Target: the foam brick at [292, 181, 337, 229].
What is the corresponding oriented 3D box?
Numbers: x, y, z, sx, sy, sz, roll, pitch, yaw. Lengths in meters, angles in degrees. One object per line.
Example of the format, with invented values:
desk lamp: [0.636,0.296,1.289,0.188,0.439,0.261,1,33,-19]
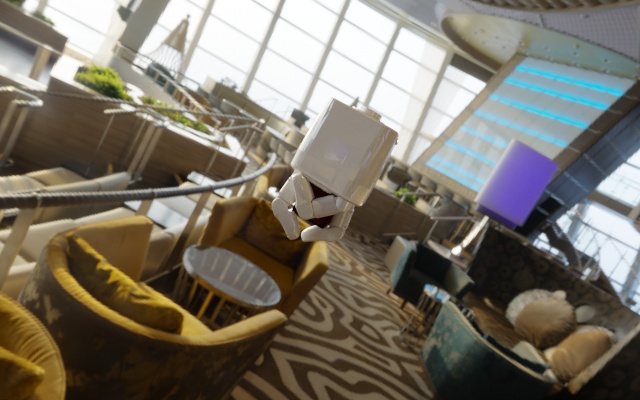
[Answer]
foam brick: [0.000,0.002,0.681,0.053,0.051,0.078,30,9,6]
